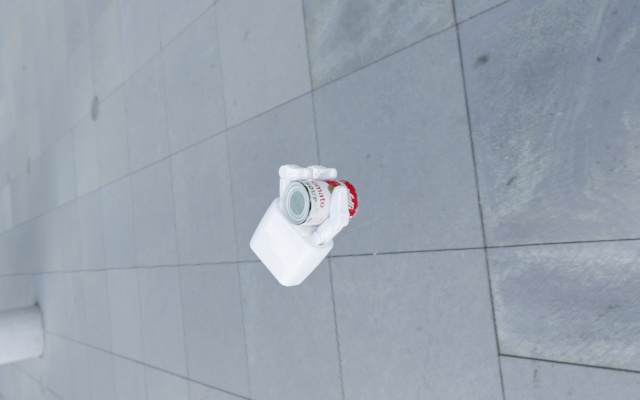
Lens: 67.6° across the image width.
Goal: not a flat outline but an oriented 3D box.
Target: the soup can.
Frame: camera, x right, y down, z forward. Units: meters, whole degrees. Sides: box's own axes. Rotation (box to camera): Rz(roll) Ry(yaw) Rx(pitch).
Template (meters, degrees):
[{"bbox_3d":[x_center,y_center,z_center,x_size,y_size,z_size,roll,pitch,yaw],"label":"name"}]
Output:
[{"bbox_3d":[0.000,0.002,0.737,0.102,0.068,0.068,-2,1,-42],"label":"soup can"}]
